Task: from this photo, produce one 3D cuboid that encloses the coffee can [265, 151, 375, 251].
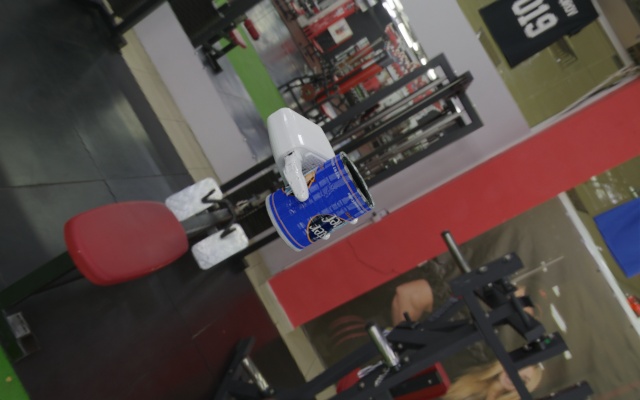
[{"bbox_3d":[0.000,0.003,0.749,0.140,0.103,0.103,-30,-7,13],"label":"coffee can"}]
